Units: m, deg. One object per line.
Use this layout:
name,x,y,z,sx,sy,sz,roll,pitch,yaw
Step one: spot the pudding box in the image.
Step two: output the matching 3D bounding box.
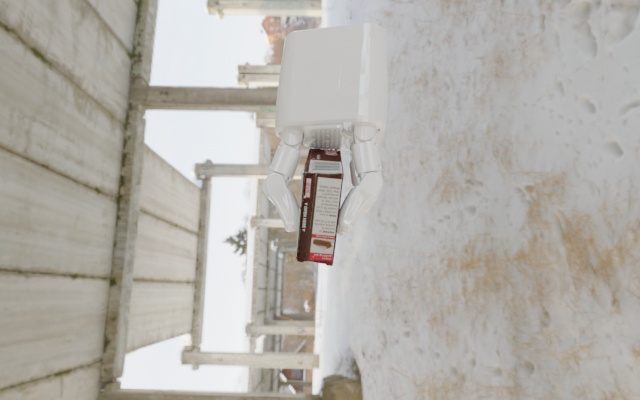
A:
pudding box,0.000,0.001,0.479,0.039,0.090,0.113,5,17,1
